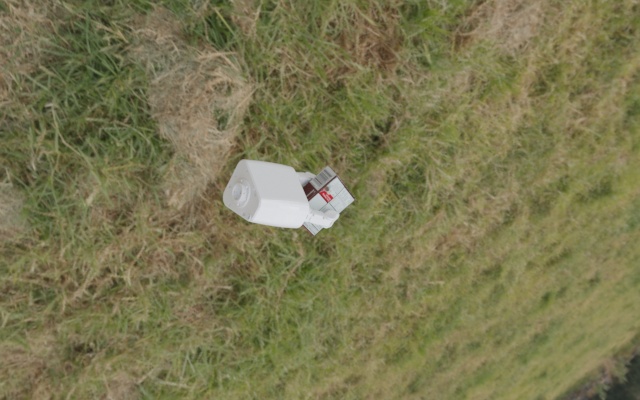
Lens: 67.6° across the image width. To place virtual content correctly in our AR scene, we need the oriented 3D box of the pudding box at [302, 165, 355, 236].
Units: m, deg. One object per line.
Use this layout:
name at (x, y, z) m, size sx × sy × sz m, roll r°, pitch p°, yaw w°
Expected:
pudding box at (0.000, 0.003, 0.899) m, size 0.039 × 0.113 × 0.090 m, roll 50°, pitch 1°, yaw 41°
